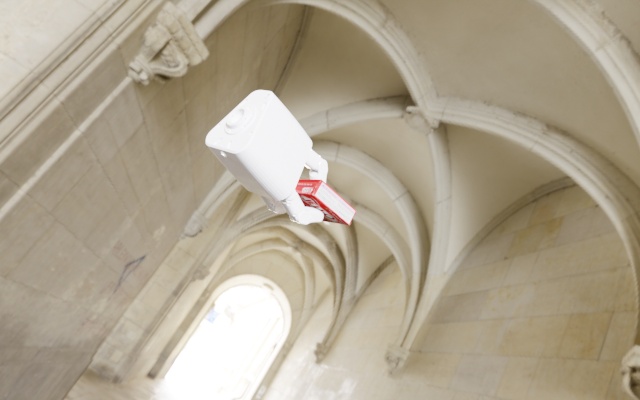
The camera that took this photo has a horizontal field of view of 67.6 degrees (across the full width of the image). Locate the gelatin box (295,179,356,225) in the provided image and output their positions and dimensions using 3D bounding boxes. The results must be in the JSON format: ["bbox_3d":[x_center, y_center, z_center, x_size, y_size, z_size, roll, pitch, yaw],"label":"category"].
[{"bbox_3d":[0.001,0.002,0.737,0.089,0.030,0.073,40,-21,-33],"label":"gelatin box"}]
